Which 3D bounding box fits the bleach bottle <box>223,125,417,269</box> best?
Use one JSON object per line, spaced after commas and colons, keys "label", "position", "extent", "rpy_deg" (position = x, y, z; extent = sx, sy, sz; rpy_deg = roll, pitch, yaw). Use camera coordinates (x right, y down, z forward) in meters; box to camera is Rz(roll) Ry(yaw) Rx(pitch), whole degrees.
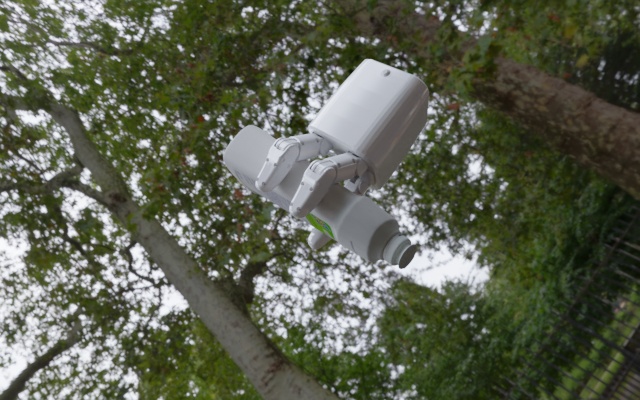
{"label": "bleach bottle", "position": [0.000, 0.002, 0.535], "extent": [0.250, 0.068, 0.103], "rpy_deg": [33, -9, 34]}
